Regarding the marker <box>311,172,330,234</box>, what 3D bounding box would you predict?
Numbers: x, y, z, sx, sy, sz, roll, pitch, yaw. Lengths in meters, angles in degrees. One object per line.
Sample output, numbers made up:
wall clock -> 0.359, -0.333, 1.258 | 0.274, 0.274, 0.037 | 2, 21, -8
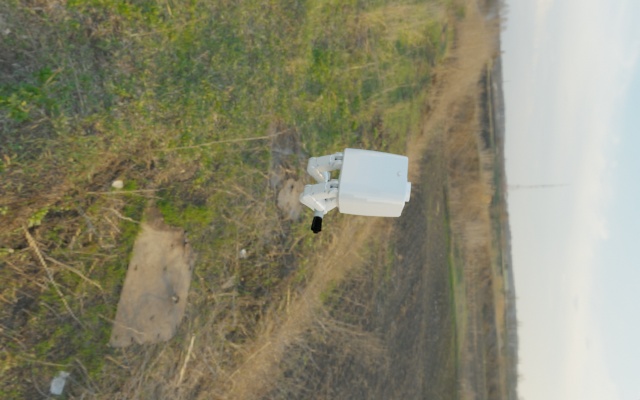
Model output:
marker -> 0.000, 0.003, 0.840 | 0.020, 0.121, 0.020 | 7, -29, 4
